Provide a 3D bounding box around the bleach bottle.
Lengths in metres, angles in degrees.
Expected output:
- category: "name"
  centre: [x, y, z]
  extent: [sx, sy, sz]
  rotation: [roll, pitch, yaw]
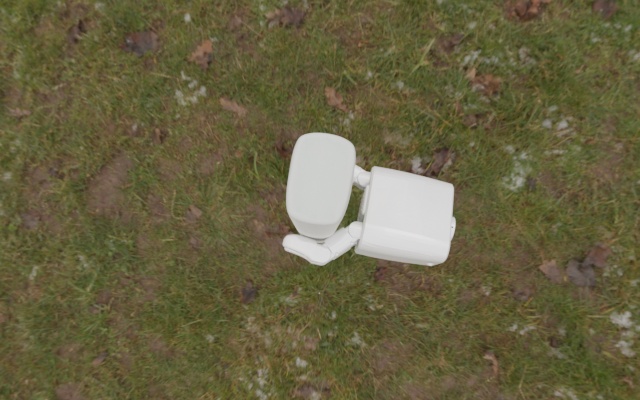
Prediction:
- category: "bleach bottle"
  centre: [0.000, 0.002, 0.614]
  extent: [0.068, 0.102, 0.251]
  rotation: [10, -11, 2]
